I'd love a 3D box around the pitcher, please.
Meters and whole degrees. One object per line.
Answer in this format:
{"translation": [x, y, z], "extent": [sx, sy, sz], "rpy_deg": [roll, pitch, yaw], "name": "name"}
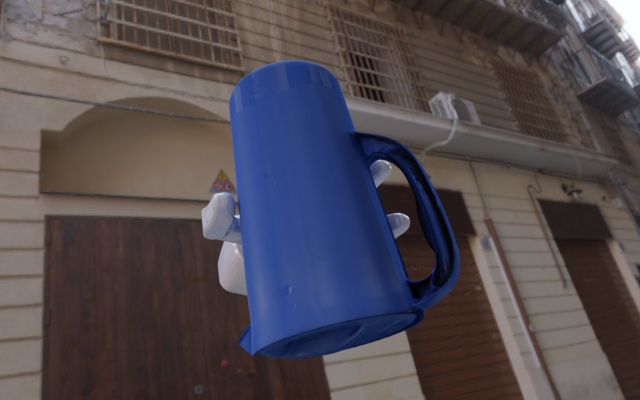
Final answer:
{"translation": [0.000, 0.001, 0.407], "extent": [0.149, 0.242, 0.145], "rpy_deg": [-2, -26, -23], "name": "pitcher"}
